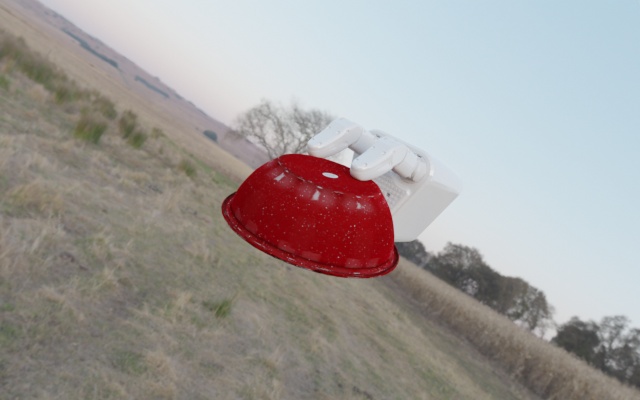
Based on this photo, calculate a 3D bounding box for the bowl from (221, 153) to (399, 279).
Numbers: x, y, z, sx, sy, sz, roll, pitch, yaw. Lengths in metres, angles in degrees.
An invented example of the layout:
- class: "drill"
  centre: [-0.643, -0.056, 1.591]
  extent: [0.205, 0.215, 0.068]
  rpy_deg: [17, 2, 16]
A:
- class: "bowl"
  centre: [0.000, 0.001, 0.411]
  extent: [0.162, 0.055, 0.162]
  rpy_deg: [16, 19, -6]
